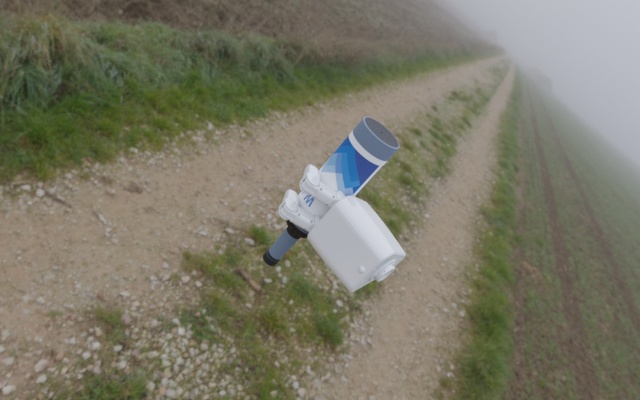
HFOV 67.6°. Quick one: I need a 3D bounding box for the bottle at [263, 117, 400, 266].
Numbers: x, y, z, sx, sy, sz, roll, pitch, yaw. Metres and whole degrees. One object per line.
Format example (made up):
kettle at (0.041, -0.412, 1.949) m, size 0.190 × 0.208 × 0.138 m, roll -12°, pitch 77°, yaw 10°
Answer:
bottle at (0.000, 0.002, 0.740) m, size 0.069 × 0.069 × 0.296 m, roll 0°, pitch -42°, yaw -52°
